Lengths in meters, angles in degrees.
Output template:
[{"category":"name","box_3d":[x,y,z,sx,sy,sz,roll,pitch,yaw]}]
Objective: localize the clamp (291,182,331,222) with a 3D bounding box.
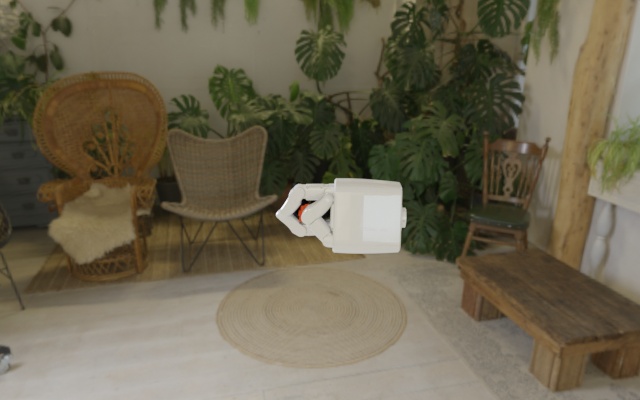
[{"category":"clamp","box_3d":[0.000,0.002,0.845,0.120,0.039,0.171,2,18,3]}]
